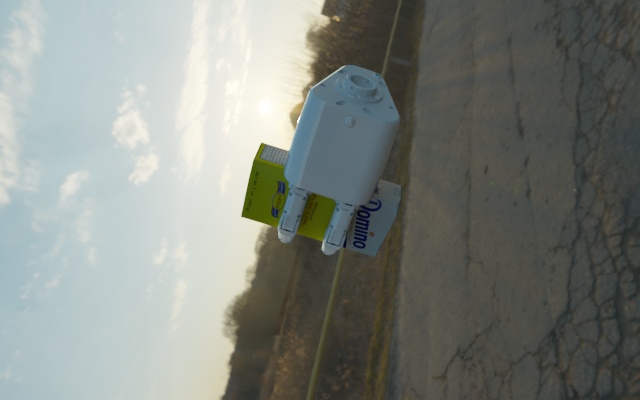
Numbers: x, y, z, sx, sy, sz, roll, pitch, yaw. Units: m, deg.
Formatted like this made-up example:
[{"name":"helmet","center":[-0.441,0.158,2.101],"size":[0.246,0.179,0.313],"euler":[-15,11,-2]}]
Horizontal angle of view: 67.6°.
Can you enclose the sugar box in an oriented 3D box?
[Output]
[{"name":"sugar box","center":[0.000,0.002,0.575],"size":[0.176,0.093,0.048],"euler":[18,39,-1]}]
